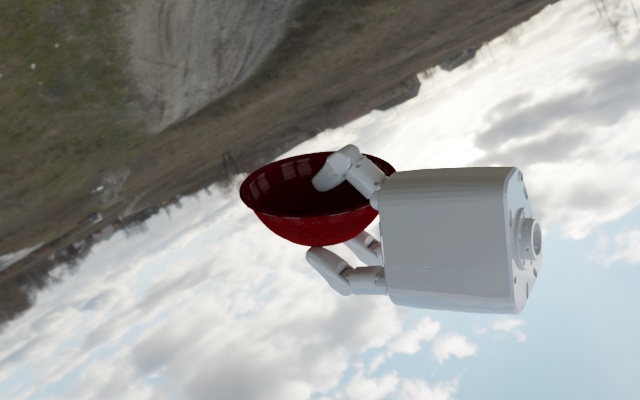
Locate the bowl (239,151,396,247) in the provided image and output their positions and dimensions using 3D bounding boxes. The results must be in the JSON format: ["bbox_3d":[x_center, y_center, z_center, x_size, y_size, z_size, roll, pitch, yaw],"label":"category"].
[{"bbox_3d":[-0.001,0.002,0.497,0.162,0.055,0.162,-5,26,2],"label":"bowl"}]
